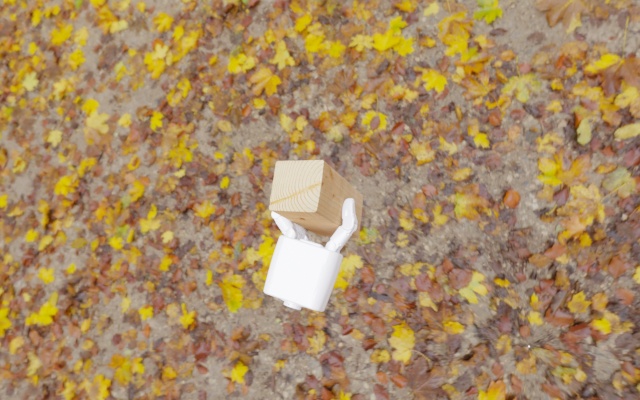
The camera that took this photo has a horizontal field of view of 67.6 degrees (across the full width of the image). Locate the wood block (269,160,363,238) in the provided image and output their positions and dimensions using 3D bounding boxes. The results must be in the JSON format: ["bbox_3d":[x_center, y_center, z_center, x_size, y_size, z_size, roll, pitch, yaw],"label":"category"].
[{"bbox_3d":[0.000,0.003,0.871,0.091,0.090,0.206,2,-15,24],"label":"wood block"}]
